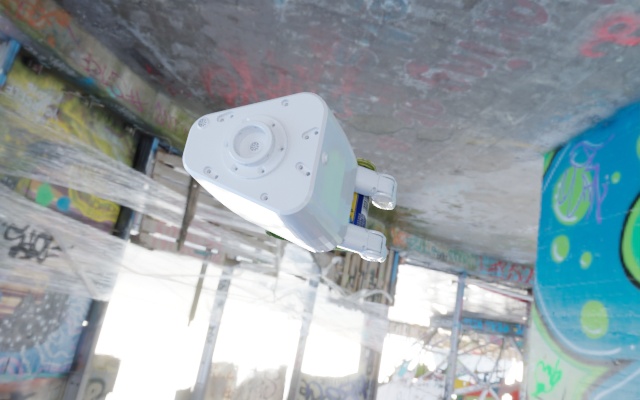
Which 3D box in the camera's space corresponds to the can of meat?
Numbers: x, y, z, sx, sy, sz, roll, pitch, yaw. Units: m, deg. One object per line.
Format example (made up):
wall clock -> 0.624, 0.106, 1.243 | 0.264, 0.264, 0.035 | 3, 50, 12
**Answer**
can of meat -> 0.000, 0.002, 0.482 | 0.102, 0.084, 0.057 | 7, -16, 13
